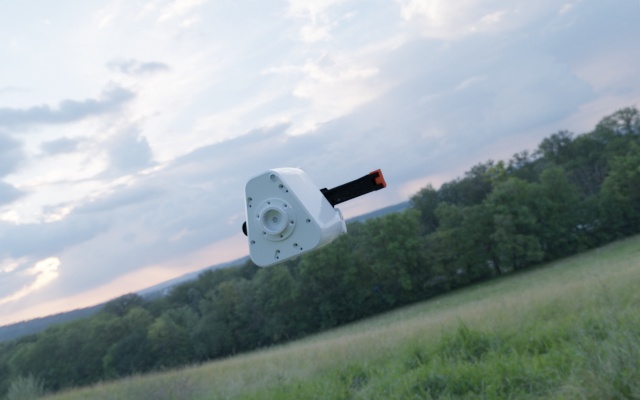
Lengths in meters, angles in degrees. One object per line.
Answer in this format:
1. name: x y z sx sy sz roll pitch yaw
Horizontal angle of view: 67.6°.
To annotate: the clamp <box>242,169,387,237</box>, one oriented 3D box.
1. clamp: 0.000 0.001 0.730 0.210 0.036 0.164 -21 0 13
